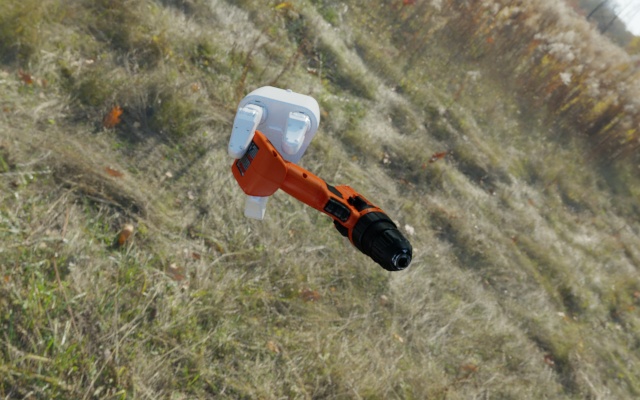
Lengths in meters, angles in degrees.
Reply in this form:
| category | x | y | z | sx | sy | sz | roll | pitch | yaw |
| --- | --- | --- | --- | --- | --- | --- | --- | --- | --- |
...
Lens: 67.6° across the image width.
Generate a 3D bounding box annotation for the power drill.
| category | x | y | z | sx | sy | sz | roll | pitch | yaw |
| --- | --- | --- | --- | --- | --- | --- | --- | --- | --- |
| power drill | 0.000 | 0.001 | 0.531 | 0.188 | 0.057 | 0.184 | 30 | 6 | -28 |
